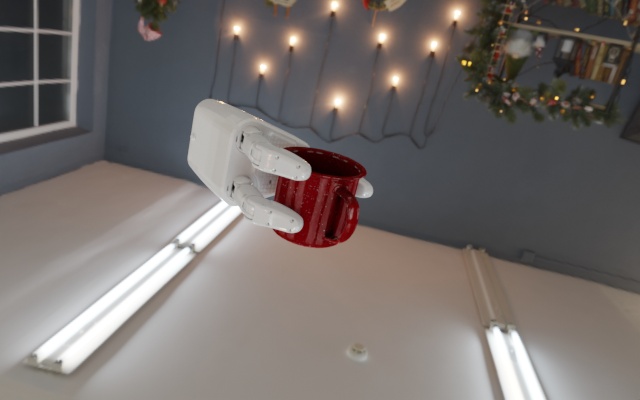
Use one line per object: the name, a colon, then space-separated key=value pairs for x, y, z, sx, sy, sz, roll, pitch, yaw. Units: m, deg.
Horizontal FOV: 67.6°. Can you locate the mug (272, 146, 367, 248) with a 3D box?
mug: x=0.001 y=0.002 z=0.490 sx=0.093 sy=0.081 sz=0.117 roll=-3 pitch=26 yaw=-37
